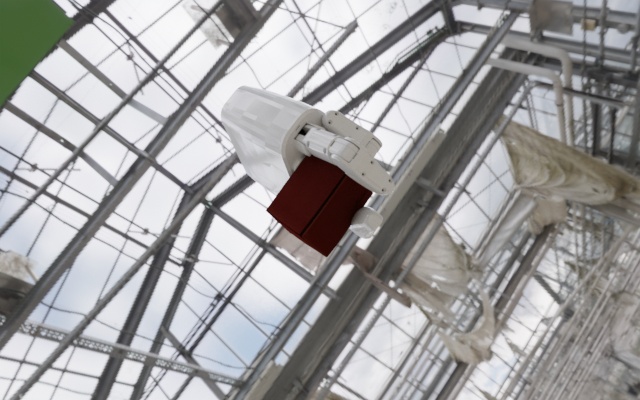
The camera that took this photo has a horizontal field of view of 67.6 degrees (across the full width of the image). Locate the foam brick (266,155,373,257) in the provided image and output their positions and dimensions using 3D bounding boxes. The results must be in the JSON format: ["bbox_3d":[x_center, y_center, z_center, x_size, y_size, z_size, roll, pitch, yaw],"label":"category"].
[{"bbox_3d":[0.000,0.002,0.434,0.051,0.078,0.053,29,-12,37],"label":"foam brick"}]
